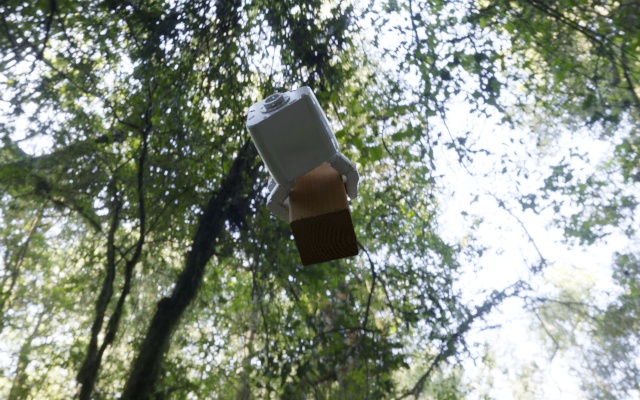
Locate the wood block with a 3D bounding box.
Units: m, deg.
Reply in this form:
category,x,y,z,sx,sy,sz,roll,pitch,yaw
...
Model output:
category,x,y,z,sx,sy,sz,roll,pitch,yaw
wood block,0.000,0.002,0.791,0.091,0.090,0.206,-13,33,4
